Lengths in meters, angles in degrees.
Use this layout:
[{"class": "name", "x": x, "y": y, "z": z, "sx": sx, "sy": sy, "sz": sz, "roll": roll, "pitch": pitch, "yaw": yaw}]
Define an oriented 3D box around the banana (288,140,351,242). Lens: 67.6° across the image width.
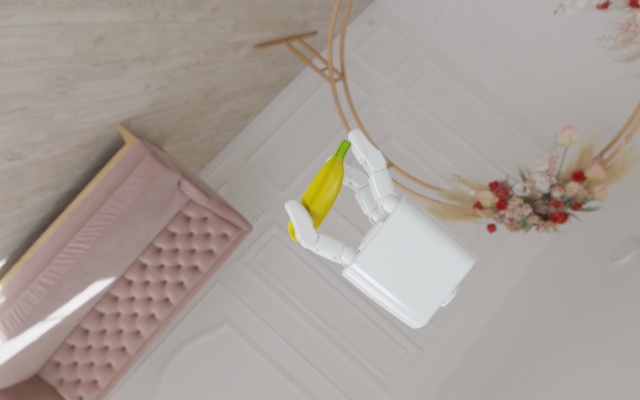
[{"class": "banana", "x": -0.008, "y": 0.011, "z": 0.604, "sx": 0.069, "sy": 0.037, "sz": 0.198, "roll": -50, "pitch": -5, "yaw": -40}]
